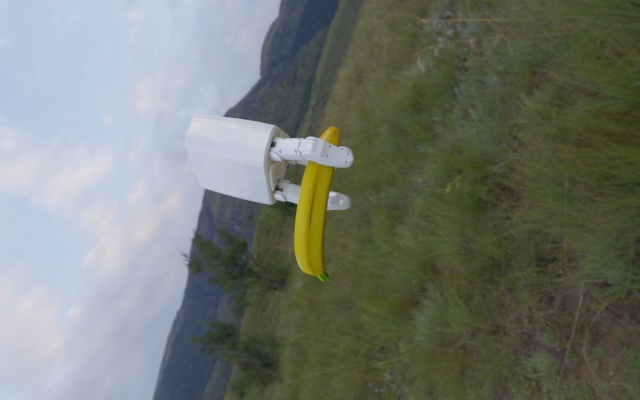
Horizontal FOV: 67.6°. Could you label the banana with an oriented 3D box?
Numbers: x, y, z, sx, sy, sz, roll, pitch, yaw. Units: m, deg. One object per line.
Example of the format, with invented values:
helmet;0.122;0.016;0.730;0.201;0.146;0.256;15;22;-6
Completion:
banana;-0.005;0.007;0.582;0.037;0.198;0.069;7;6;15
